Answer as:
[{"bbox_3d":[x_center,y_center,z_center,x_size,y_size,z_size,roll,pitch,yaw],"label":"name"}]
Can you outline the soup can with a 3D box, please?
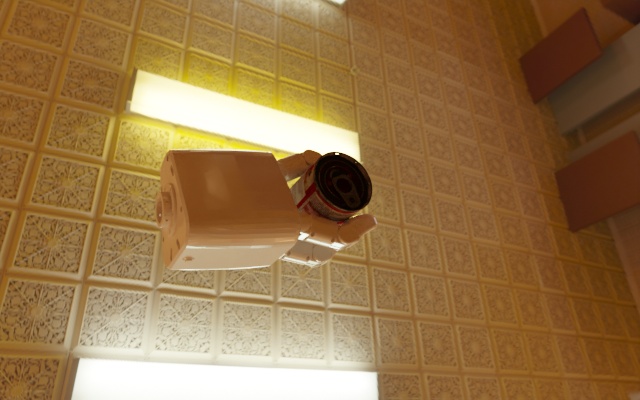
[{"bbox_3d":[0.000,0.002,0.516,0.068,0.068,0.102,0,-25,-31],"label":"soup can"}]
